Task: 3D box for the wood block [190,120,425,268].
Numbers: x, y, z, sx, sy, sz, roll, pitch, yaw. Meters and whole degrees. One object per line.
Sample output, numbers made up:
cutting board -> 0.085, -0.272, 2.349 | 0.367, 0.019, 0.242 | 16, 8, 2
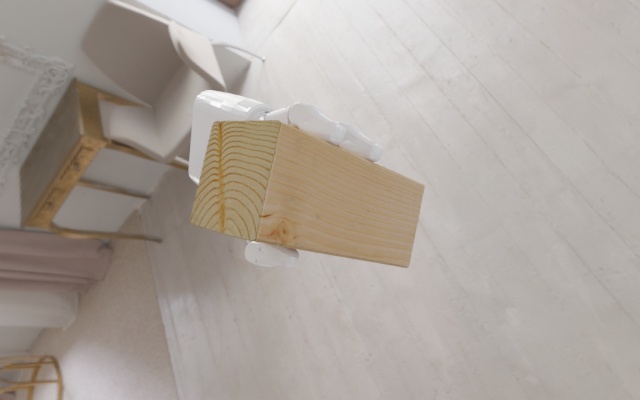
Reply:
wood block -> 0.000, 0.002, 0.442 | 0.090, 0.091, 0.206 | 9, -5, 44
